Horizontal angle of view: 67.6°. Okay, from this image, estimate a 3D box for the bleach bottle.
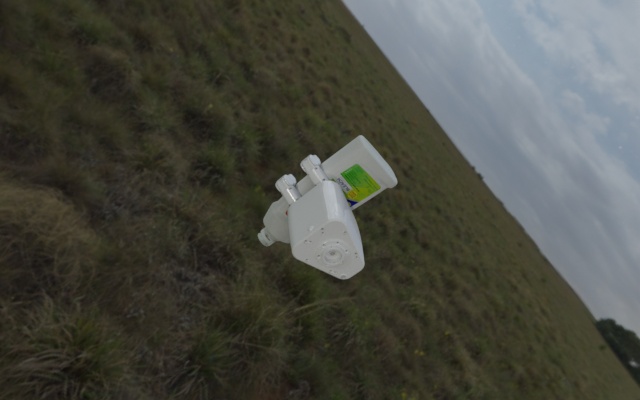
[{"bbox_3d":[0.000,0.003,0.814,0.251,0.103,0.068,-37,28,16],"label":"bleach bottle"}]
